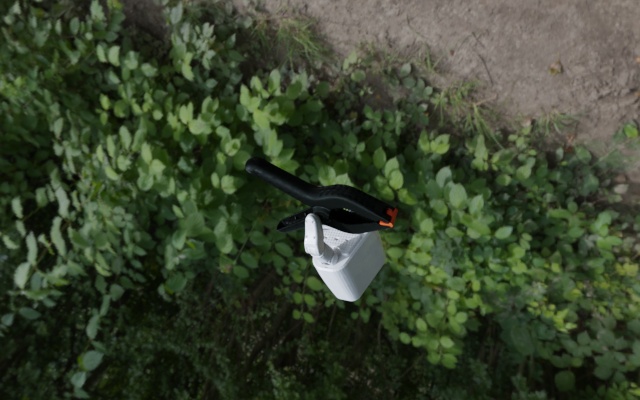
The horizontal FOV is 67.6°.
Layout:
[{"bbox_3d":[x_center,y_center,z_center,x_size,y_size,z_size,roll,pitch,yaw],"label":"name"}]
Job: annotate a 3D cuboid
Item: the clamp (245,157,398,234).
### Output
[{"bbox_3d":[0.000,0.003,0.666,0.210,0.036,0.165,5,-35,27],"label":"clamp"}]
